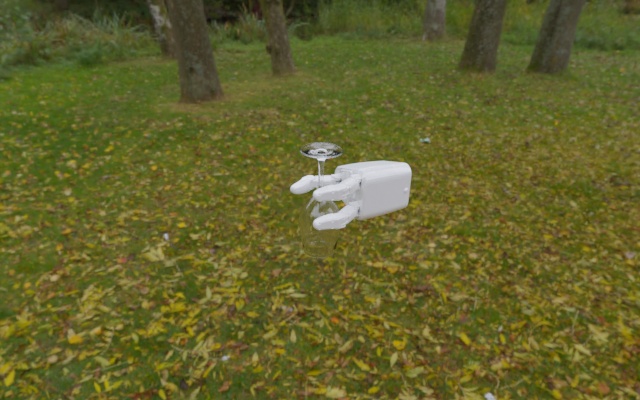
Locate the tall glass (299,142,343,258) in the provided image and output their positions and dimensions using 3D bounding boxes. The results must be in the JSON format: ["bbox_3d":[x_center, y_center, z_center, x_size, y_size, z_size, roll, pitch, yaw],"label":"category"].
[{"bbox_3d":[0.000,0.002,0.856,0.079,0.201,0.079,1,26,-1],"label":"tall glass"}]
